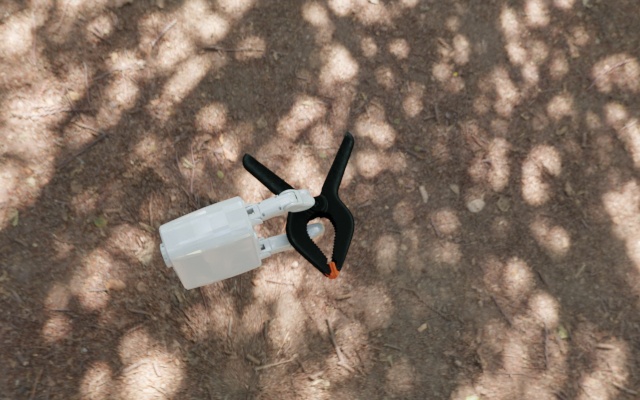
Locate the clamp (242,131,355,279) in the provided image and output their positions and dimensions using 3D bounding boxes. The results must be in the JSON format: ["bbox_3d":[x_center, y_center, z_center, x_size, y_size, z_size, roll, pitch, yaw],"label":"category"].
[{"bbox_3d":[0.000,0.002,0.664,0.164,0.210,0.036,-20,-17,-9],"label":"clamp"}]
